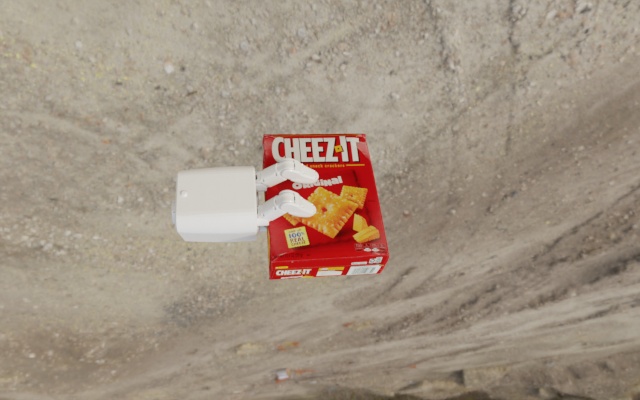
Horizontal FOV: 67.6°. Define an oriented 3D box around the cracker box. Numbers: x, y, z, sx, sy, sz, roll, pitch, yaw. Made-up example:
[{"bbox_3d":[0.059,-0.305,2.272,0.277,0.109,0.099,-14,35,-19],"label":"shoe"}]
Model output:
[{"bbox_3d":[0.000,0.003,0.702,0.164,0.213,0.072,-2,-30,-10],"label":"cracker box"}]
